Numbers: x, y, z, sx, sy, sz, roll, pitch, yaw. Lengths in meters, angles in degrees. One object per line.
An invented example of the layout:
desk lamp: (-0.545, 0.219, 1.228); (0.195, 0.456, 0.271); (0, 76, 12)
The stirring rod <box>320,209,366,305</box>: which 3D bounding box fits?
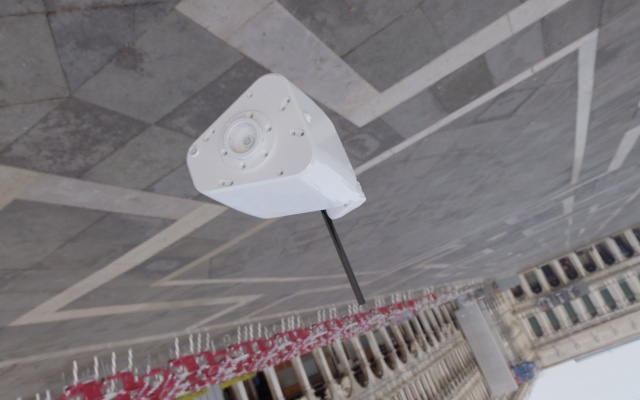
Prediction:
stirring rod: (0.000, 0.002, 0.533); (0.011, 0.239, 0.011); (-20, -17, -7)
